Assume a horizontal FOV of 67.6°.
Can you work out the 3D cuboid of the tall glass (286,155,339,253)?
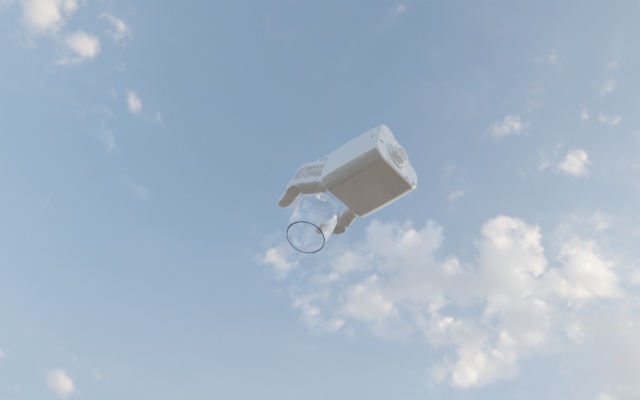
[{"bbox_3d":[0.000,0.002,0.808,0.079,0.079,0.201,0,33,16],"label":"tall glass"}]
